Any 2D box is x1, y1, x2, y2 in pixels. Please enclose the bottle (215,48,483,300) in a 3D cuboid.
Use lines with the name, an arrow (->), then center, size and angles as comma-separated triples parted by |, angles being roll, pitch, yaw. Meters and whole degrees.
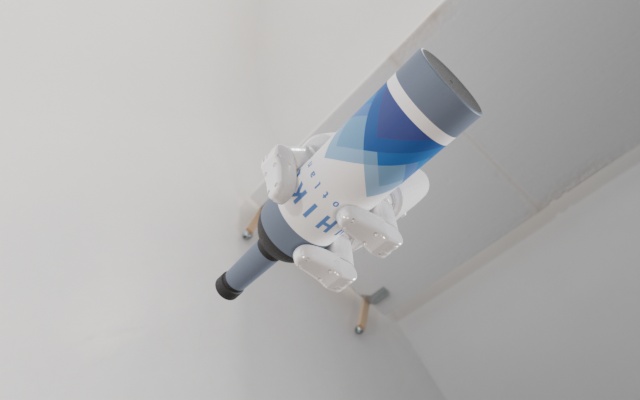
bottle -> 0.000, 0.001, 0.415 | 0.296, 0.069, 0.069 | -43, -23, 28
